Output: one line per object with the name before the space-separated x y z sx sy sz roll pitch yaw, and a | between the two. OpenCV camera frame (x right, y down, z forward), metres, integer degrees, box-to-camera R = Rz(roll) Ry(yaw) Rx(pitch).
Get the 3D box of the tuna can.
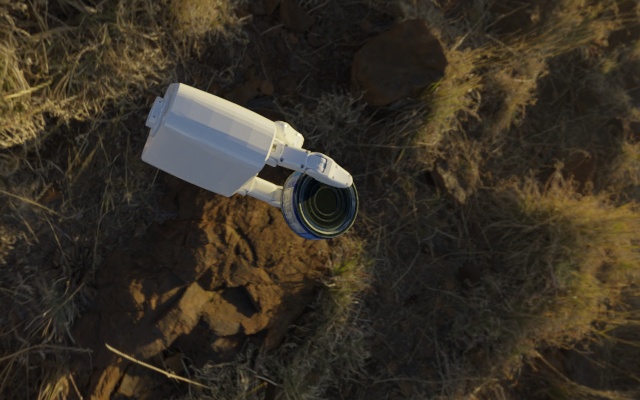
tuna can | 0.000 0.002 0.539 0.086 0.086 0.034 0 -5 -32
